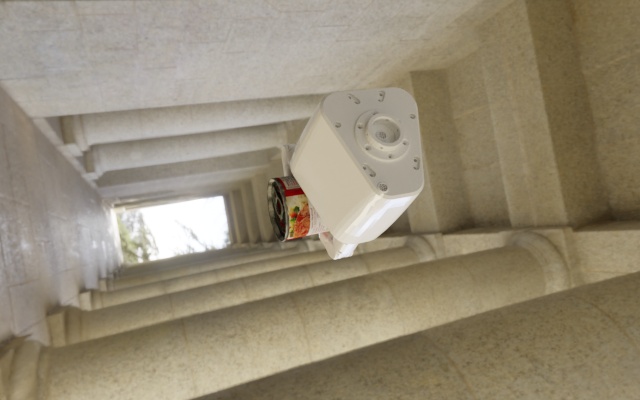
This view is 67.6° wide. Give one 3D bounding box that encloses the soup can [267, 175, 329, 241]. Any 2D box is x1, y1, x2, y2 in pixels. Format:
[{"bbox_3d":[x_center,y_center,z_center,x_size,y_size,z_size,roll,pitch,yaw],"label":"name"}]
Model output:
[{"bbox_3d":[0.000,0.002,0.520,0.102,0.068,0.068,-10,3,-20],"label":"soup can"}]
